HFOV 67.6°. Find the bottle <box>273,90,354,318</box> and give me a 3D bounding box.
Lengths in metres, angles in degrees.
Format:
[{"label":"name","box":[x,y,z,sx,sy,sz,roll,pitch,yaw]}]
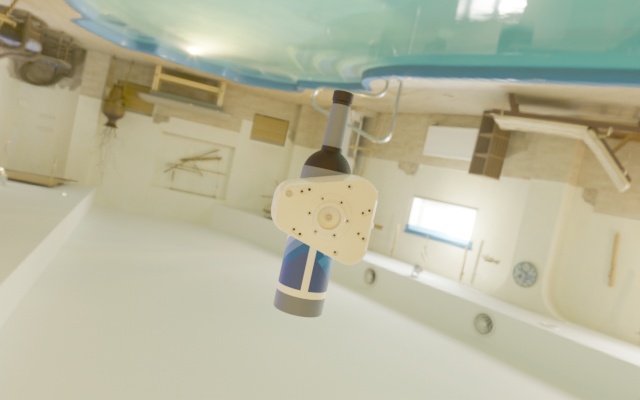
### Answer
[{"label":"bottle","box":[0.000,0.002,0.634,0.069,0.296,0.069,12,3,-1]}]
